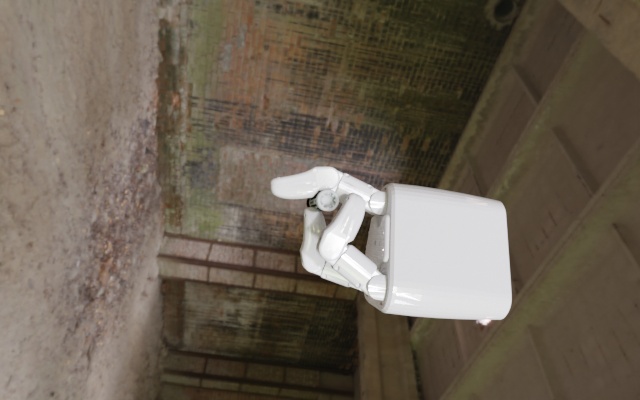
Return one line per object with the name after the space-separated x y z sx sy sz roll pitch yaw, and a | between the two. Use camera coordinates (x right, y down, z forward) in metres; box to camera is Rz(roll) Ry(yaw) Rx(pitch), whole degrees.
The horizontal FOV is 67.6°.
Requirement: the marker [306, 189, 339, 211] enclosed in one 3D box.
0.000 0.001 0.462 0.020 0.020 0.121 0 -2 -6 | marker
